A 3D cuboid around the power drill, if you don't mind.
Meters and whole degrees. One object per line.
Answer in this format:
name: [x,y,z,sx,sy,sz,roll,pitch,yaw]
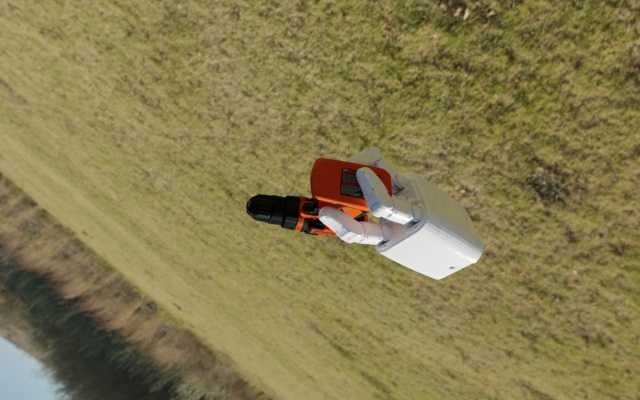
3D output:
power drill: [0.000,0.002,0.647,0.184,0.057,0.188,8,-17,-14]
